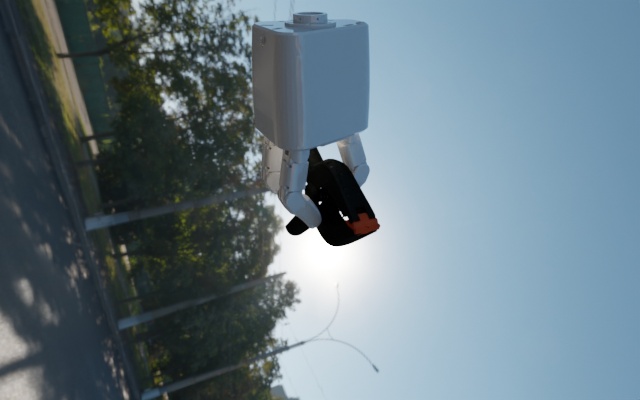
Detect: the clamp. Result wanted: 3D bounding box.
[{"bbox_3d":[0.001,0.002,0.539,0.036,0.165,0.210,-11,29,-22],"label":"clamp"}]
